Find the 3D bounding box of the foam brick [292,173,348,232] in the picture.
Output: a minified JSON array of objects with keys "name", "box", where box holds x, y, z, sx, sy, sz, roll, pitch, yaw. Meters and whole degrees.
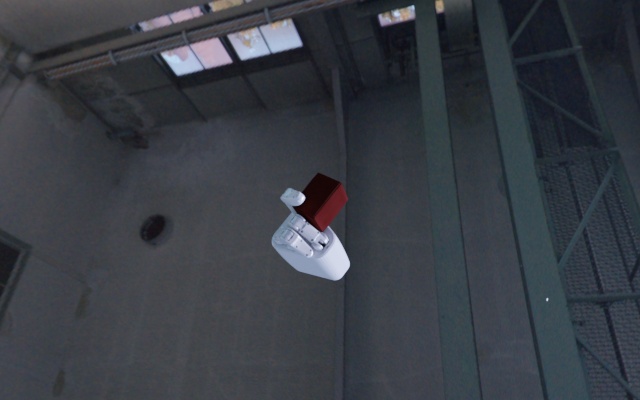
[{"name":"foam brick","box":[0.000,0.002,0.808,0.053,0.078,0.051,28,-18,34]}]
